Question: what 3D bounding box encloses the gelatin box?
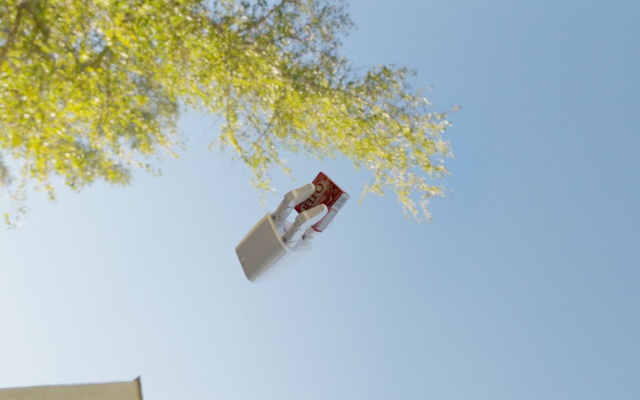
[{"bbox_3d":[0.001,0.003,0.877,0.073,0.089,0.030,44,9,38],"label":"gelatin box"}]
